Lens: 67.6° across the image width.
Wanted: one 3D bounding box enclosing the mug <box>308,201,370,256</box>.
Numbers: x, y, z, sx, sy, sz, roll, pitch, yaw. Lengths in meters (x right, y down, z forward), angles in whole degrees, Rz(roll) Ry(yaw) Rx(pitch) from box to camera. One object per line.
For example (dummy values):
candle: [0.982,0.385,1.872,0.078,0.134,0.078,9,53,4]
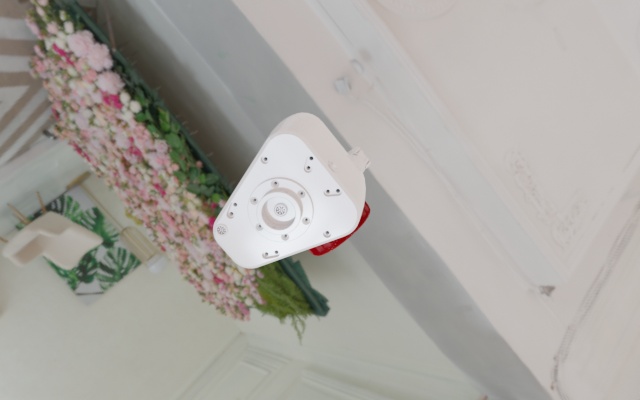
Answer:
mug: [0.000,0.002,0.526,0.093,0.081,0.117,-38,8,14]
